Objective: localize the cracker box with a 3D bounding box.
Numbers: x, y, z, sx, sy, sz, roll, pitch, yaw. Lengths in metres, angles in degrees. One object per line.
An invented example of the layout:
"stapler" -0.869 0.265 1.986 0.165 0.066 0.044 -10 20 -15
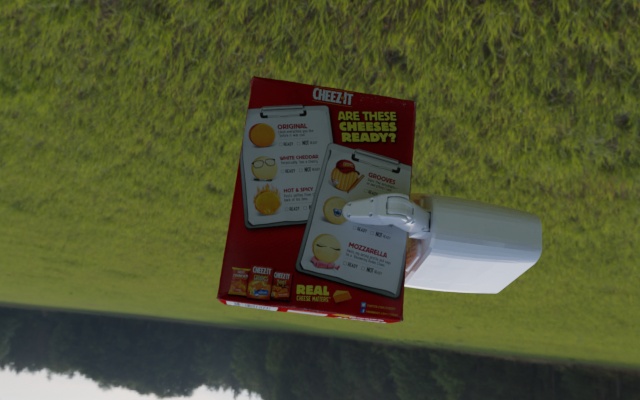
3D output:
"cracker box" 0.000 0.002 0.463 0.164 0.213 0.072 8 -16 -6
